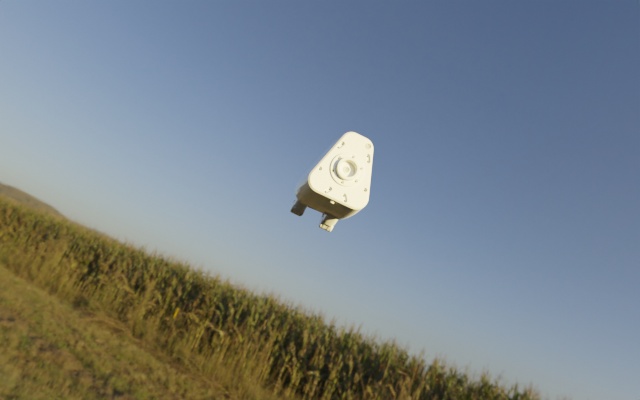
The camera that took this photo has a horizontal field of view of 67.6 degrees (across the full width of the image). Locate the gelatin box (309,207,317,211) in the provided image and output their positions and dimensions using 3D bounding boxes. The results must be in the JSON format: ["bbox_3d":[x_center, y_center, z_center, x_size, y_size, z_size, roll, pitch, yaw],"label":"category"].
[{"bbox_3d":[0.000,0.002,0.845,0.073,0.030,0.089,23,-7,6],"label":"gelatin box"}]
